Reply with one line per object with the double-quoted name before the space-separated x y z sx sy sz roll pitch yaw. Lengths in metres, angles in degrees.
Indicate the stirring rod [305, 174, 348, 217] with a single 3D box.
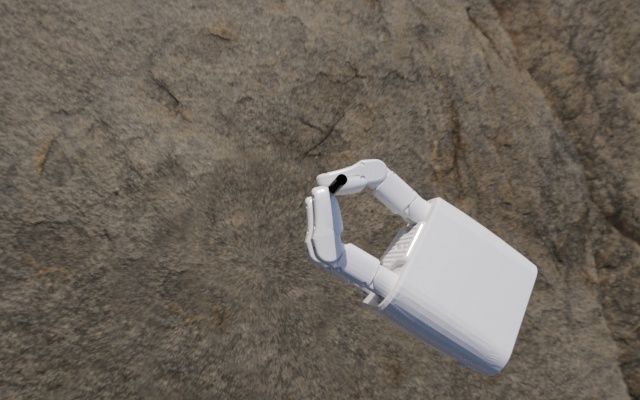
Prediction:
"stirring rod" 0.000 0.001 0.451 0.011 0.011 0.239 0 -8 -7
